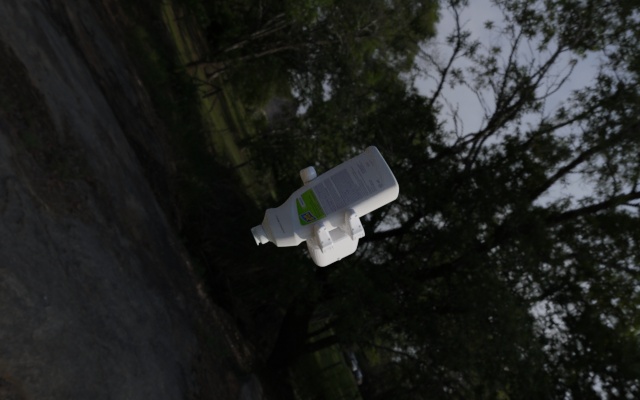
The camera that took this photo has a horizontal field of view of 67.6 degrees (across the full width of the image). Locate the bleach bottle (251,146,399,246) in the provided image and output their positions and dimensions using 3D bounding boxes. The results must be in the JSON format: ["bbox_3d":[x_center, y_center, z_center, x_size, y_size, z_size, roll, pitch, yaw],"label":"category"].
[{"bbox_3d":[0.000,0.003,0.808,0.251,0.102,0.068,-24,-24,-8],"label":"bleach bottle"}]
